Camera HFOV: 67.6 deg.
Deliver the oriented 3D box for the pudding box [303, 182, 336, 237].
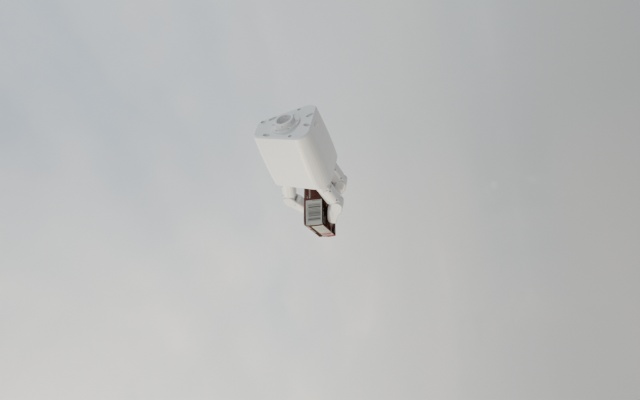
[{"bbox_3d":[0.000,0.003,0.880,0.039,0.113,0.090,-4,-18,17],"label":"pudding box"}]
